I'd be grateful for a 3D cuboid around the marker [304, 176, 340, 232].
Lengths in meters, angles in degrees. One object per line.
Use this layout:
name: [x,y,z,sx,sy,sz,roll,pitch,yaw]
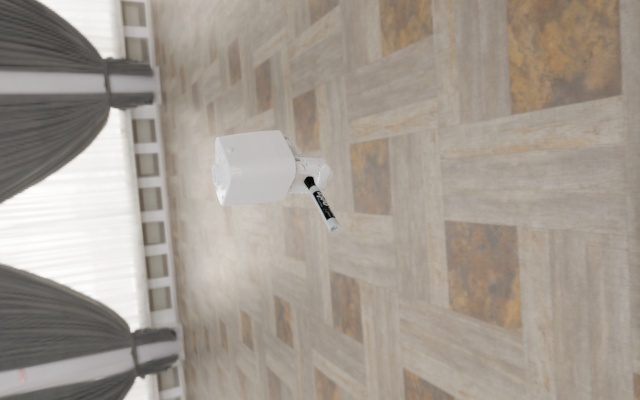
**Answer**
marker: [0.000,0.003,0.788,0.020,0.020,0.121,0,44,-31]
